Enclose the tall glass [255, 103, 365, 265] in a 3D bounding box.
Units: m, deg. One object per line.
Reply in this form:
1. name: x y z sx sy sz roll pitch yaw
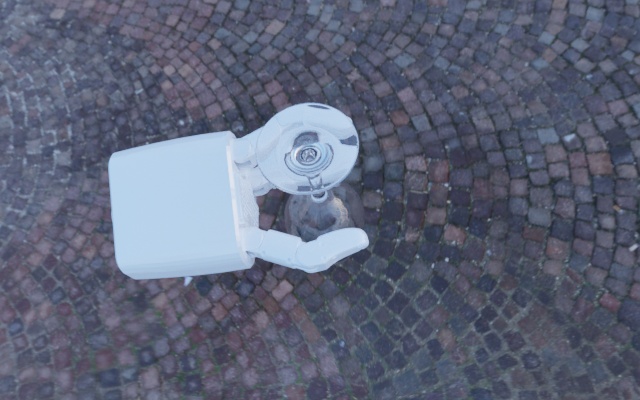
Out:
1. tall glass: 0.000 0.001 0.427 0.079 0.079 0.201 0 -23 7
